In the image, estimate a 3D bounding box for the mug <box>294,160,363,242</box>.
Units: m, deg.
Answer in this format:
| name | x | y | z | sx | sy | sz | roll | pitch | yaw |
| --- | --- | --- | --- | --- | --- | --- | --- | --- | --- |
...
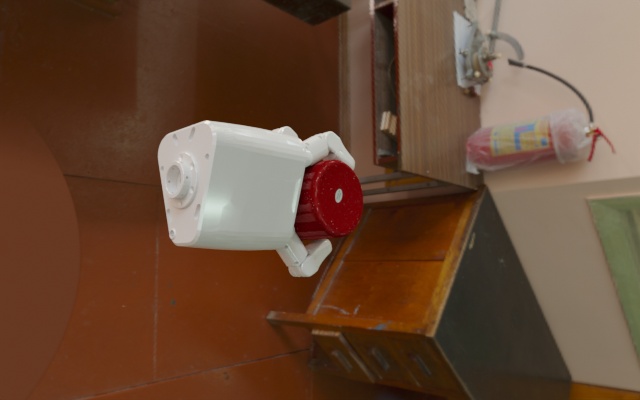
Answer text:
| name | x | y | z | sx | sy | sz | roll | pitch | yaw |
| --- | --- | --- | --- | --- | --- | --- | --- | --- | --- |
| mug | 0.001 | 0.002 | 0.526 | 0.081 | 0.093 | 0.117 | -7 | -8 | 42 |
